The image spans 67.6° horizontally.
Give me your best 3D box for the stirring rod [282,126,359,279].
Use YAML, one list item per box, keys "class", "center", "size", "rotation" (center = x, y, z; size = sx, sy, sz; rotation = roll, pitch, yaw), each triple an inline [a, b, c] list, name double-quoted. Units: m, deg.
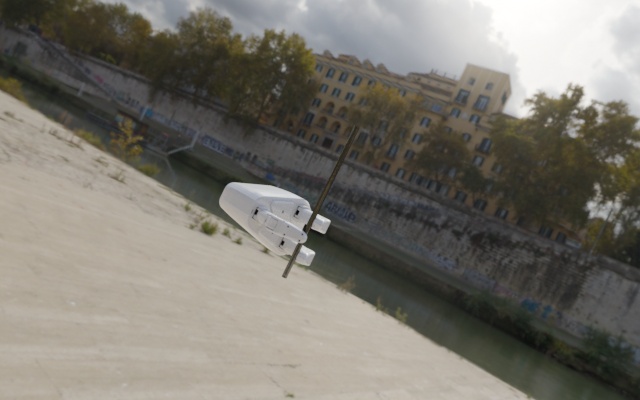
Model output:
- class: "stirring rod"
  center: [0.000, 0.002, 0.686]
  size: [0.011, 0.239, 0.011]
  rotation: [26, 0, 0]
